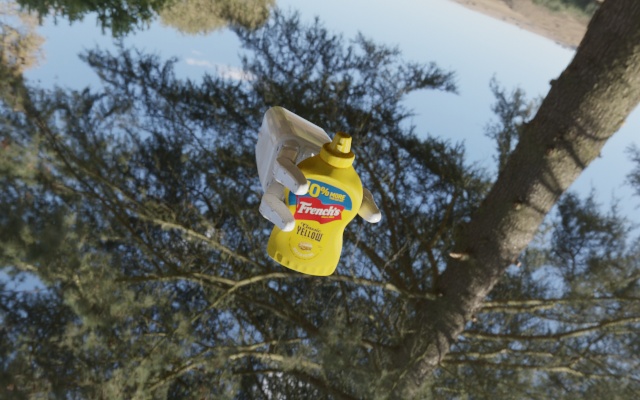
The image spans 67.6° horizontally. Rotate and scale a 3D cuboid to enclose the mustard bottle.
[{"bbox_3d":[0.000,0.002,0.602,0.096,0.192,0.058,20,29,0],"label":"mustard bottle"}]
